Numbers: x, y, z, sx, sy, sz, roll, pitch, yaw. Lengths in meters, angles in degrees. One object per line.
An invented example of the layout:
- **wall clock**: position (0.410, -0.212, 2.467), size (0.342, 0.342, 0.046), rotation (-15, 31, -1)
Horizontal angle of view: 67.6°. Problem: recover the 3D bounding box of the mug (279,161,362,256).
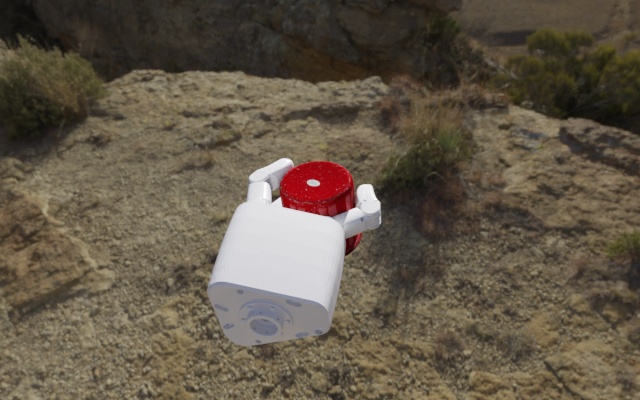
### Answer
- **mug**: position (0.000, 0.001, 0.551), size (0.093, 0.082, 0.117), rotation (-1, 40, 9)
